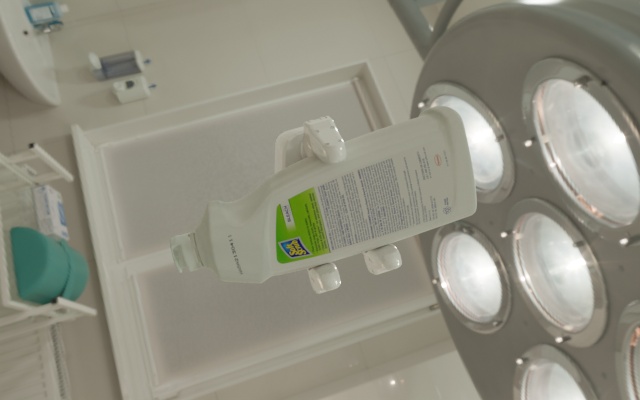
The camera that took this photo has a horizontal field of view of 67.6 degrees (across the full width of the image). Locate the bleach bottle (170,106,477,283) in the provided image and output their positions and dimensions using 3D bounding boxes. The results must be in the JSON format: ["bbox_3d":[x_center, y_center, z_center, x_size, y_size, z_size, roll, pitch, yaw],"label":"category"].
[{"bbox_3d":[0.000,0.001,0.400,0.251,0.102,0.068,-16,13,-9],"label":"bleach bottle"}]
